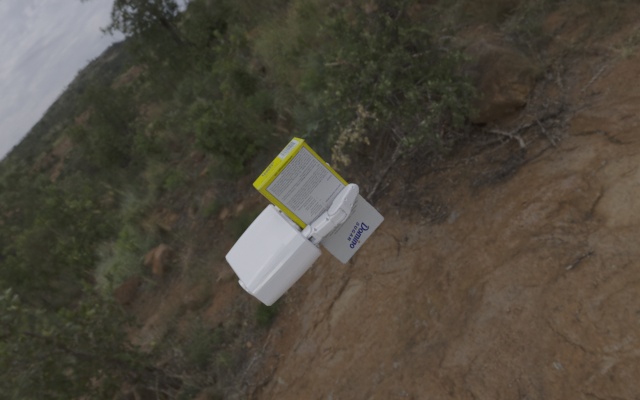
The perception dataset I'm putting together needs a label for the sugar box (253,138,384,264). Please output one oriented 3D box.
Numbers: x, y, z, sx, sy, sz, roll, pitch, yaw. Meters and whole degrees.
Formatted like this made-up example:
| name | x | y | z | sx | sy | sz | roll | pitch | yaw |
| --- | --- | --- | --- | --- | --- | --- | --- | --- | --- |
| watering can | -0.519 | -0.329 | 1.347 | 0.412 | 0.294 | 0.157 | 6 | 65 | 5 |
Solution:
| name | x | y | z | sx | sy | sz | roll | pitch | yaw |
| --- | --- | --- | --- | --- | --- | --- | --- | --- | --- |
| sugar box | 0.000 | 0.002 | 0.687 | 0.176 | 0.093 | 0.048 | 43 | -3 | -25 |
